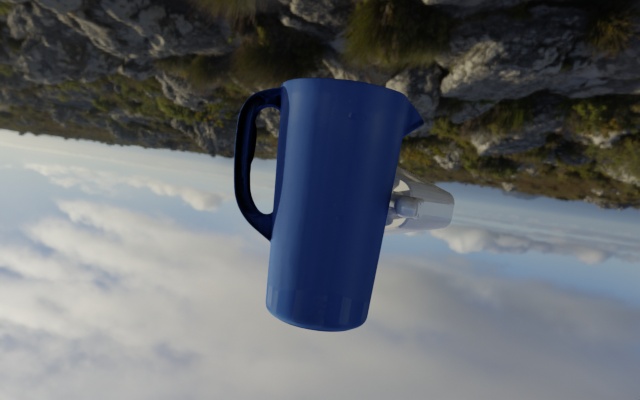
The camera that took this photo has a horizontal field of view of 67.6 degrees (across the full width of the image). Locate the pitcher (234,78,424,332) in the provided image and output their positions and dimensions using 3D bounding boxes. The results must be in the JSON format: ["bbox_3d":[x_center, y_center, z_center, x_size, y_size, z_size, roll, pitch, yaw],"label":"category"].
[{"bbox_3d":[0.000,0.002,0.496,0.149,0.243,0.145,10,3,42],"label":"pitcher"}]
